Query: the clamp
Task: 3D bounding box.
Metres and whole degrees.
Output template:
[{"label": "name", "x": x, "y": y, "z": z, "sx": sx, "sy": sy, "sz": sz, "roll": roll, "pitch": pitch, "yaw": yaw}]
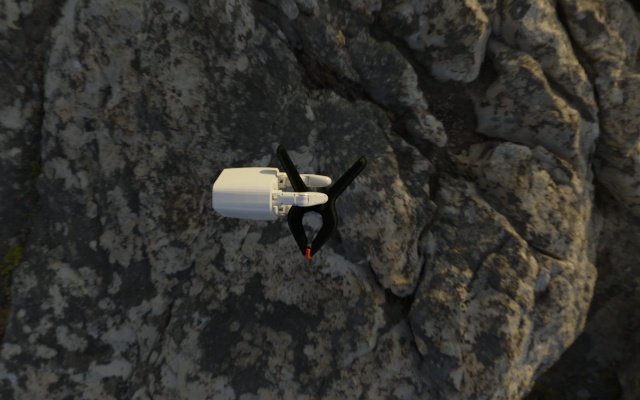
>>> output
[{"label": "clamp", "x": 0.000, "y": 0.004, "z": 0.880, "sx": 0.164, "sy": 0.210, "sz": 0.036, "roll": 2, "pitch": 7, "yaw": 3}]
